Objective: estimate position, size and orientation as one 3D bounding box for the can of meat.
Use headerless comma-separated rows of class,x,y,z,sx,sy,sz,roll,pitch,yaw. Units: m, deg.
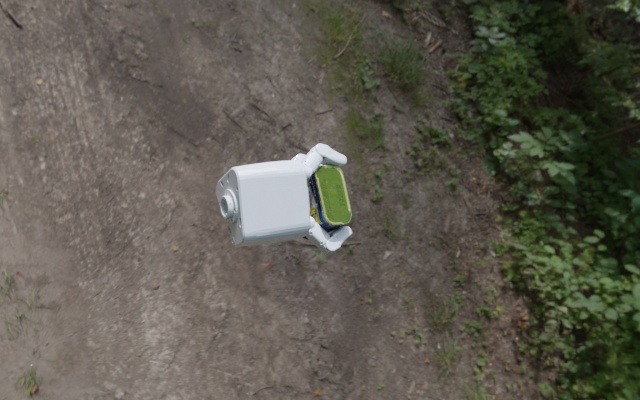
can of meat,0.000,0.002,0.753,0.057,0.102,0.084,-5,-14,-32
